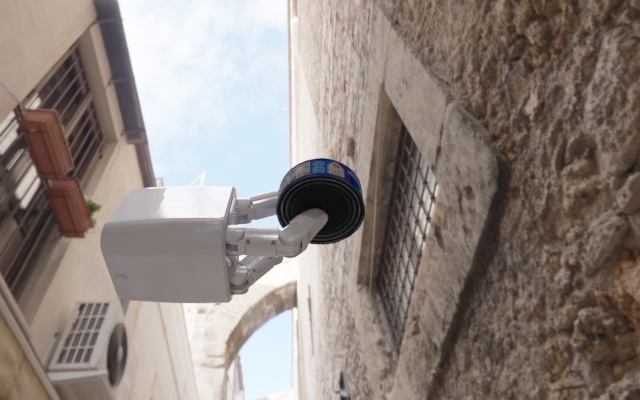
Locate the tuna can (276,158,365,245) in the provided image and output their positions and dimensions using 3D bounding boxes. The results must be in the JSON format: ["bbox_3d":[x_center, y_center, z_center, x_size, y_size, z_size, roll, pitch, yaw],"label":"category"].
[{"bbox_3d":[0.000,0.001,0.471,0.086,0.086,0.033,0,38,0],"label":"tuna can"}]
